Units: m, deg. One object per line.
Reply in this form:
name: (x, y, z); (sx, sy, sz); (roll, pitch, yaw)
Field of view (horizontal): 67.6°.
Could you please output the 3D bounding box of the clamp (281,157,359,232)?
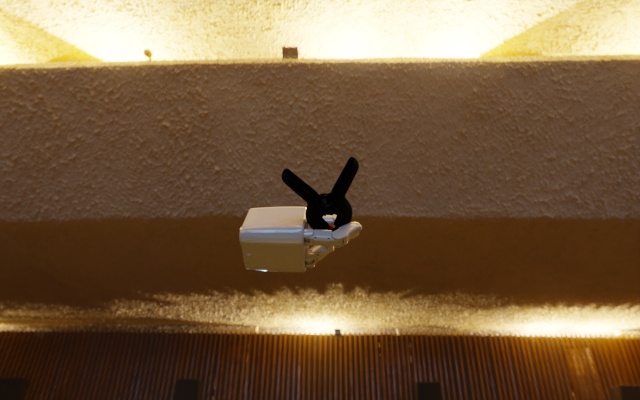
clamp: (0.000, 0.002, 0.786); (0.120, 0.172, 0.039); (1, 39, 2)
